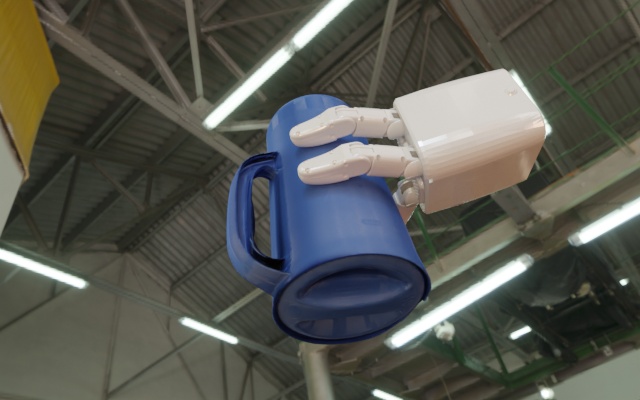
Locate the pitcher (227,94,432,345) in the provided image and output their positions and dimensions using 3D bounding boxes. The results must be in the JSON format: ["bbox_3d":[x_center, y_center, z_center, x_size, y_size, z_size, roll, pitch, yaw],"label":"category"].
[{"bbox_3d":[0.000,0.002,0.465,0.145,0.242,0.149,-18,-44,6],"label":"pitcher"}]
